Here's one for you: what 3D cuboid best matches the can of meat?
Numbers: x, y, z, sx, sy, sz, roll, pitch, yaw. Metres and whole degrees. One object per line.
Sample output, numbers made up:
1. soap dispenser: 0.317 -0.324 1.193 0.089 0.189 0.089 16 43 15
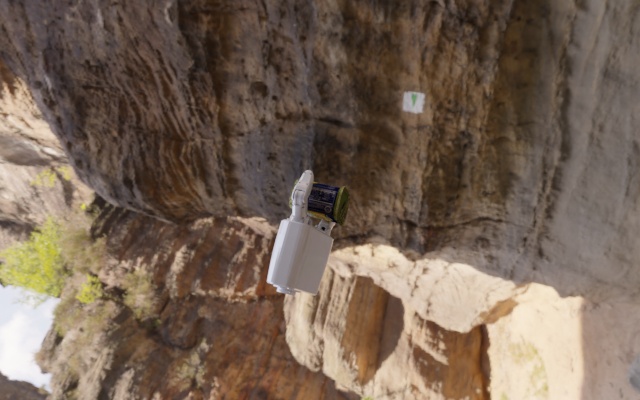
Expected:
1. can of meat: 0.000 0.003 0.818 0.084 0.057 0.102 12 -9 12
